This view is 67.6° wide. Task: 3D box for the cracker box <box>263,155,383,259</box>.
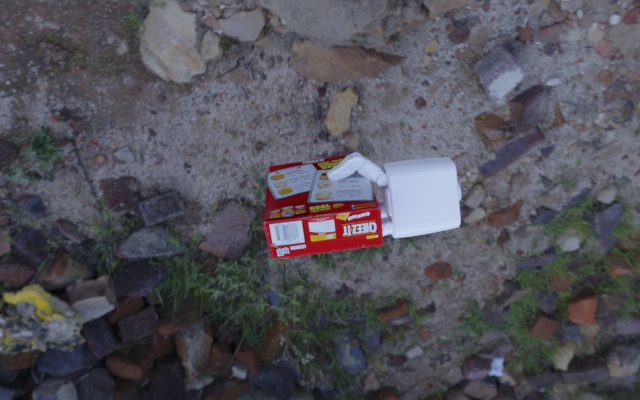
[{"bbox_3d":[0.000,0.002,0.754,0.164,0.072,0.213,-8,26,0],"label":"cracker box"}]
